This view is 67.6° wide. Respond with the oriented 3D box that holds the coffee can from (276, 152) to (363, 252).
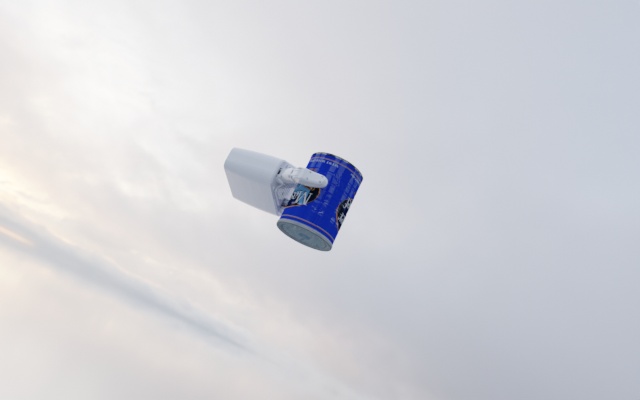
[{"bbox_3d":[0.000,0.003,0.825,0.103,0.140,0.103,23,-19,9],"label":"coffee can"}]
